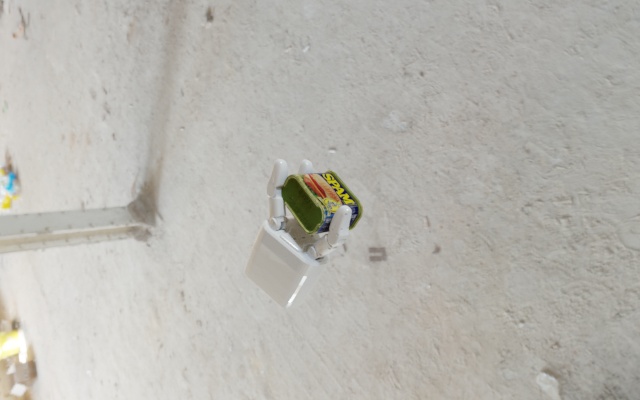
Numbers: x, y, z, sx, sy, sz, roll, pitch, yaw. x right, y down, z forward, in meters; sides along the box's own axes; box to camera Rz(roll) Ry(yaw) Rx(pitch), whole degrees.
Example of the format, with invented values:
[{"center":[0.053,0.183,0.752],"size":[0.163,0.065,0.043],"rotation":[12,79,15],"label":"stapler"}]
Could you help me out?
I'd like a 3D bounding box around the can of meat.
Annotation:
[{"center":[0.000,0.002,0.724],"size":[0.084,0.057,0.102],"rotation":[-6,48,-44],"label":"can of meat"}]
